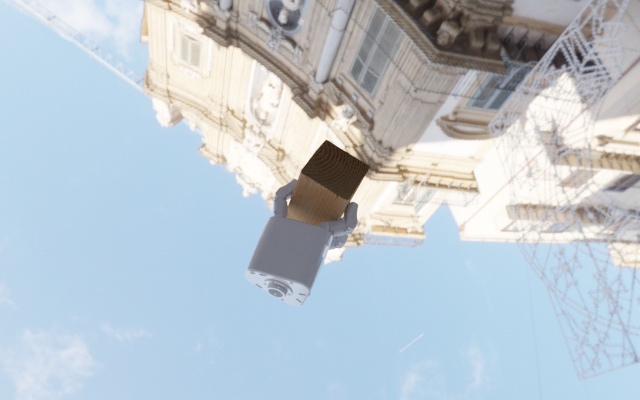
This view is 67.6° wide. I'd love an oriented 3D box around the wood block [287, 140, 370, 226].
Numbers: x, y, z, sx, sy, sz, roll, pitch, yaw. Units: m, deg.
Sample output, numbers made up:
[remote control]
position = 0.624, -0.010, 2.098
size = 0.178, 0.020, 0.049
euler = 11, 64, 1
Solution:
[wood block]
position = 0.000, 0.003, 0.849
size = 0.091, 0.090, 0.206
euler = 32, -35, 4
